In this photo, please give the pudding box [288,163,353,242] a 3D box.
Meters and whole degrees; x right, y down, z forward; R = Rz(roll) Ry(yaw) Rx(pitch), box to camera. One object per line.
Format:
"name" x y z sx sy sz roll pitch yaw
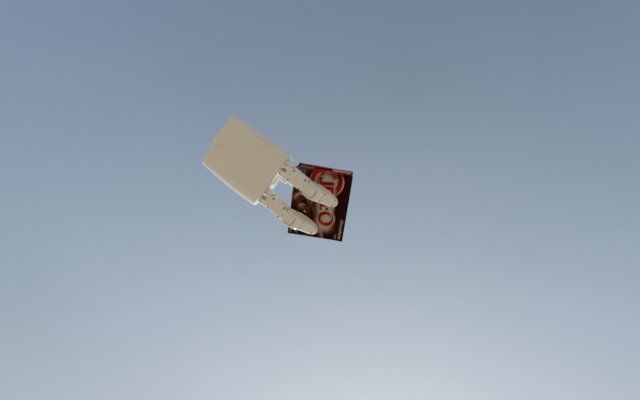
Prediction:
"pudding box" 0.000 0.002 0.760 0.090 0.113 0.039 9 17 4
